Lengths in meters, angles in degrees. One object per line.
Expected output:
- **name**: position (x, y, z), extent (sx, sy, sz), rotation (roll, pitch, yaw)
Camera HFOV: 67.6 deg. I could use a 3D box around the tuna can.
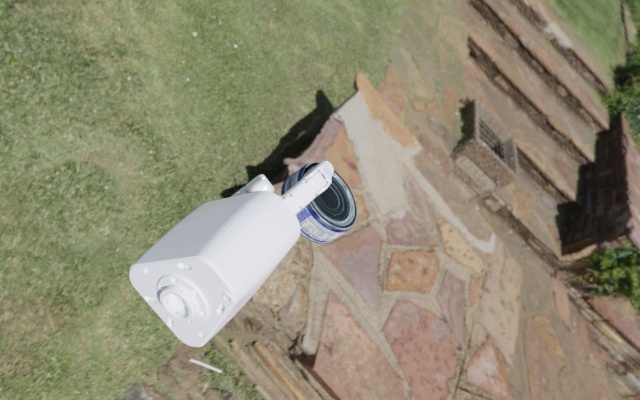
- **tuna can**: position (0.000, 0.001, 0.521), extent (0.034, 0.086, 0.086), rotation (-35, -22, 35)
